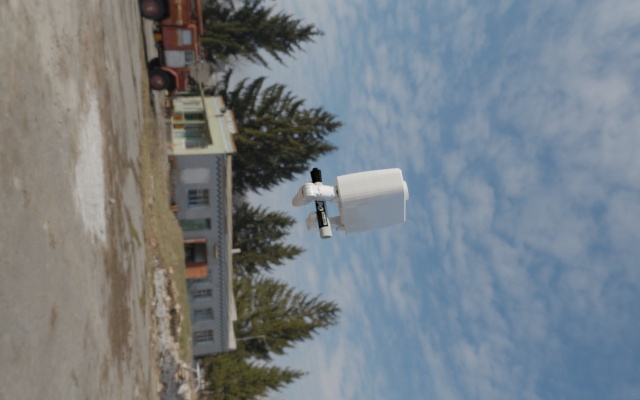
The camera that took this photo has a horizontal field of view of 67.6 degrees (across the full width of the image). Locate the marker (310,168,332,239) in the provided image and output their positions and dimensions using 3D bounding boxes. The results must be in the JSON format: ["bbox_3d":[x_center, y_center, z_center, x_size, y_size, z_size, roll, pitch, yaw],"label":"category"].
[{"bbox_3d":[0.000,0.003,0.776,0.020,0.121,0.020,-8,-20,-3],"label":"marker"}]
